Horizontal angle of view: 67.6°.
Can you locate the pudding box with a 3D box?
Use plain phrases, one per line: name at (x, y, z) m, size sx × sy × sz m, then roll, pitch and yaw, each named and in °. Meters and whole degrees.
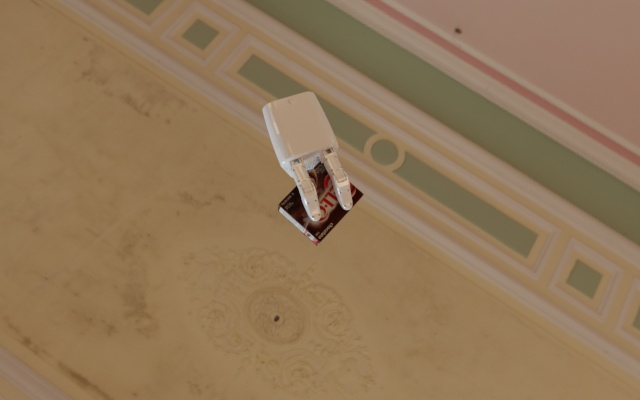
pudding box at (0.000, 0.003, 0.771) m, size 0.090 × 0.113 × 0.039 m, roll 41°, pitch -16°, yaw 5°
